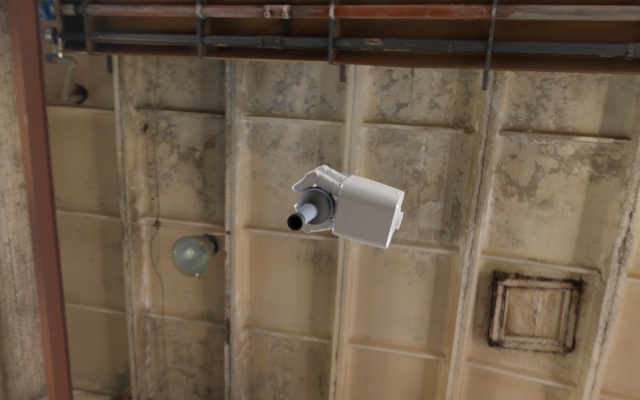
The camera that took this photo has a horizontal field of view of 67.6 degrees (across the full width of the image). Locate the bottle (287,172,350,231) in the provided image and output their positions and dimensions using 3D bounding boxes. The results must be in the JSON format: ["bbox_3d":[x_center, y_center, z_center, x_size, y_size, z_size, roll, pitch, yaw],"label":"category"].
[{"bbox_3d":[0.000,0.003,0.892,0.069,0.069,0.295,0,13,16],"label":"bottle"}]
